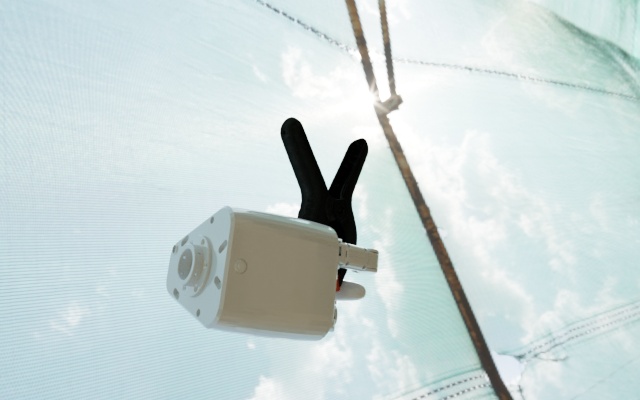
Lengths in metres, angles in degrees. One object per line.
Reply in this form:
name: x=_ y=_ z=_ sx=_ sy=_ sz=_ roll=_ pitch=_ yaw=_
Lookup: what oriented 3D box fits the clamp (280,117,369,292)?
clamp: x=0.000 y=0.002 z=0.477 sx=0.120 sy=0.171 sz=0.039 roll=17 pitch=-19 yaw=-39
